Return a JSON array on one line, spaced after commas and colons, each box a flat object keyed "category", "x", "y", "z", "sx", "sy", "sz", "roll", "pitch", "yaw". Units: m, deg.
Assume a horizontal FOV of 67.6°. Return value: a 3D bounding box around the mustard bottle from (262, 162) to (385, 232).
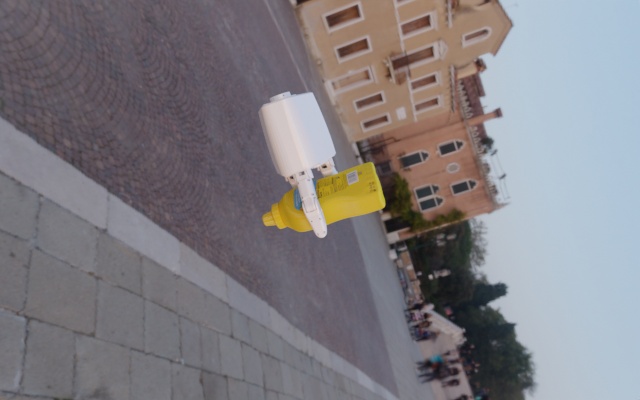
[{"category": "mustard bottle", "x": 0.000, "y": 0.003, "z": 0.745, "sx": 0.191, "sy": 0.058, "sz": 0.096, "roll": -18, "pitch": 34, "yaw": 9}]
